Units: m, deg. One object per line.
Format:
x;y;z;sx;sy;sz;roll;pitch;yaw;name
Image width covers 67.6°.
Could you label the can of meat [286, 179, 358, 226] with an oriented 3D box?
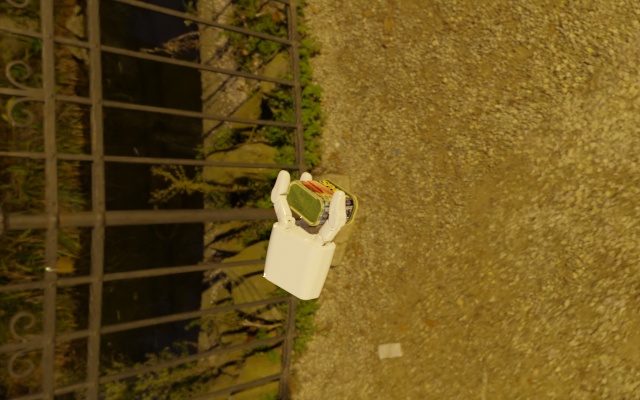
0.000;0.003;0.842;0.084;0.057;0.102;-2;29;-42;can of meat
